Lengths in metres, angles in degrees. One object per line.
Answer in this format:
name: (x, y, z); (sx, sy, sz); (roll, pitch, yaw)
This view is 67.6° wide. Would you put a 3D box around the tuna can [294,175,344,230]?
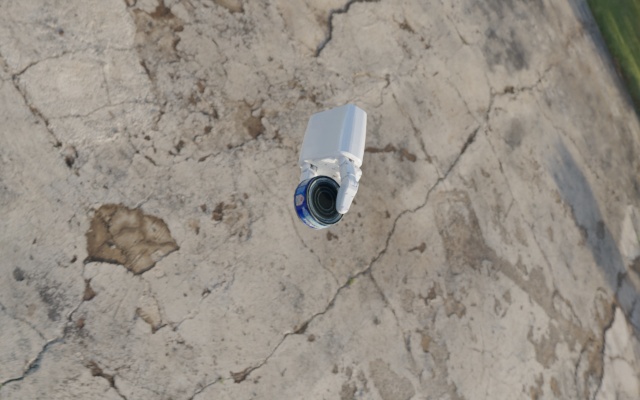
tuna can: (0.000, 0.002, 0.775); (0.086, 0.086, 0.034); (0, -11, -40)
